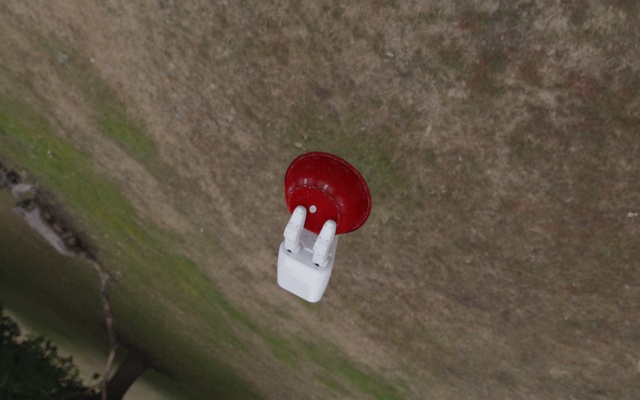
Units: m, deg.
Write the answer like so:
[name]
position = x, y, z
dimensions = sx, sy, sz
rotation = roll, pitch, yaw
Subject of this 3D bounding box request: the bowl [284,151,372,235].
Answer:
[bowl]
position = 0.000, 0.002, 0.789
dimensions = 0.162, 0.162, 0.055
rotation = 0, 31, 29
